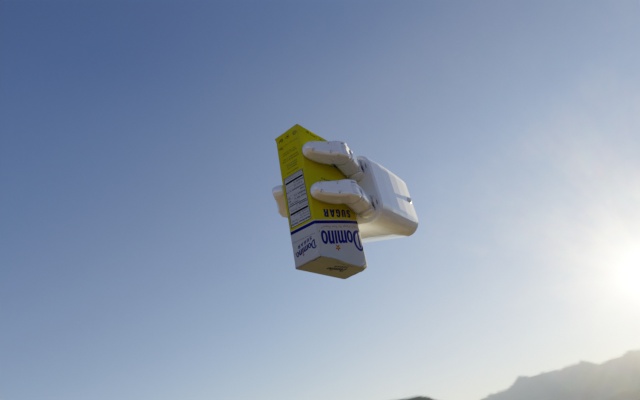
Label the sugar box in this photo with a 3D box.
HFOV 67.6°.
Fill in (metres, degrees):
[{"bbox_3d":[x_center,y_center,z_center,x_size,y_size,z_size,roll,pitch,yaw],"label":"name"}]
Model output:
[{"bbox_3d":[0.001,0.002,0.581,0.048,0.176,0.093,-31,-32,30],"label":"sugar box"}]
